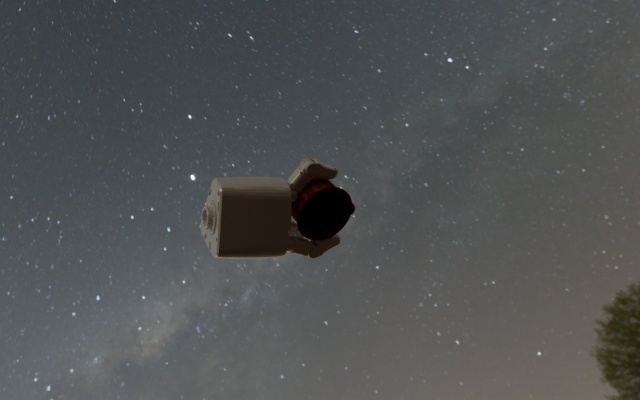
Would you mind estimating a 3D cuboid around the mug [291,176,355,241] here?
[{"bbox_3d":[0.001,0.002,0.751,0.117,0.093,0.081,2,28,-31],"label":"mug"}]
